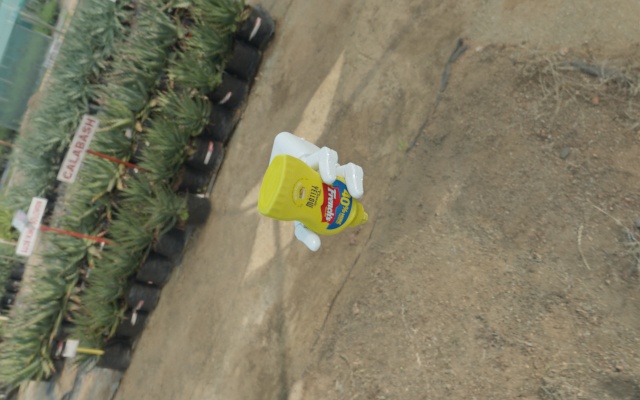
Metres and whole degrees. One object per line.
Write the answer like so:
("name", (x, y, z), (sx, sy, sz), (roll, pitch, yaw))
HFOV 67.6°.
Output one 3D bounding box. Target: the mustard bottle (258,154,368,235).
("mustard bottle", (0.000, 0.002, 0.748), (0.192, 0.096, 0.058), (21, -8, -35))
